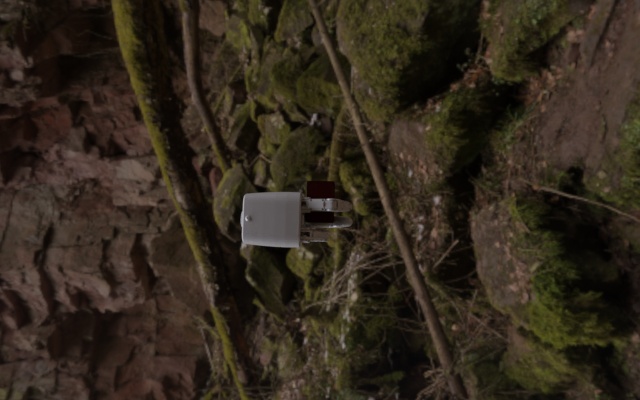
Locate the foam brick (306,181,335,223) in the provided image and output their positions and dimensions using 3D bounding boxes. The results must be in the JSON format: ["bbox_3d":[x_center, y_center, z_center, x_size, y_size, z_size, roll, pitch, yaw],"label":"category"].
[{"bbox_3d":[0.000,0.003,0.896,0.051,0.078,0.053,1,-5,4],"label":"foam brick"}]
